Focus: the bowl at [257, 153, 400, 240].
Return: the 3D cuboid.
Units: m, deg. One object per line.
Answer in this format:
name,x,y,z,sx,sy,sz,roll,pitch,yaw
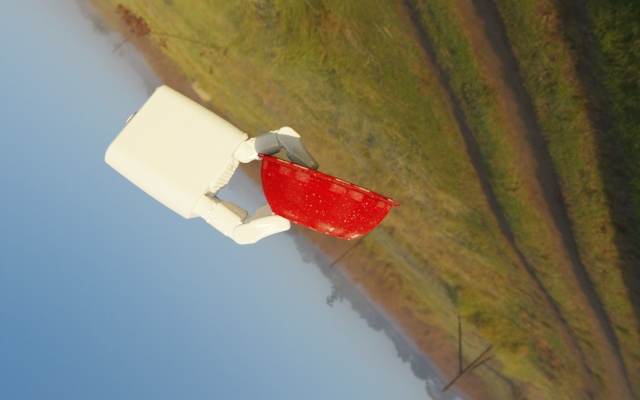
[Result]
bowl,0.001,0.003,0.511,0.162,0.055,0.162,19,0,0
